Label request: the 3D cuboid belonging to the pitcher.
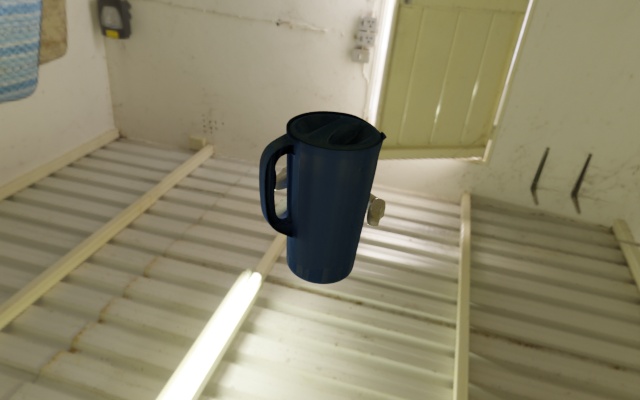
[{"bbox_3d":[0.000,0.002,0.698,0.149,0.243,0.145,13,31,10],"label":"pitcher"}]
